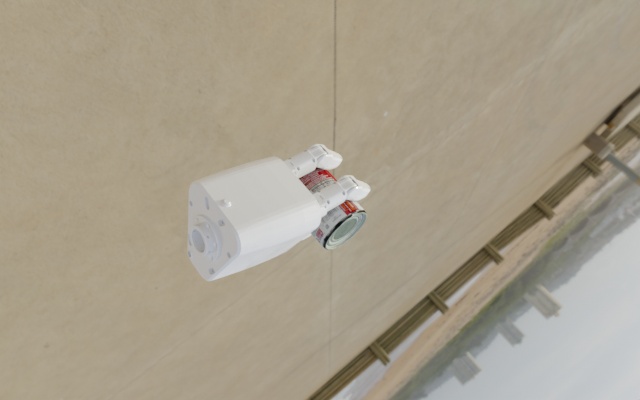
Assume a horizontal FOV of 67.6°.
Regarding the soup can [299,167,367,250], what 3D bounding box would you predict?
[{"bbox_3d":[0.001,0.002,0.588,0.102,0.068,0.068,48,23,22],"label":"soup can"}]
